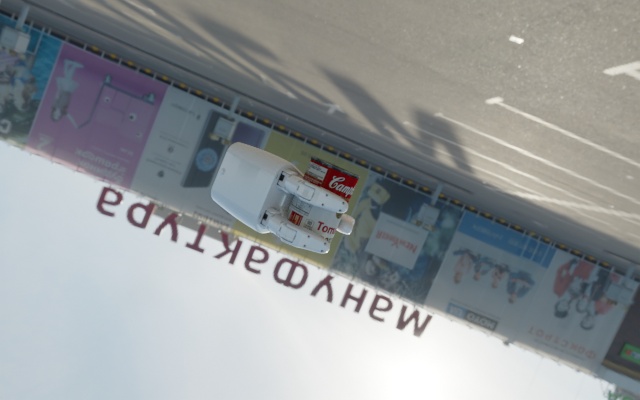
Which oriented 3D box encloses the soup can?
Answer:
[{"bbox_3d":[0.000,0.003,0.619,0.068,0.102,0.068,23,5,-2],"label":"soup can"}]
